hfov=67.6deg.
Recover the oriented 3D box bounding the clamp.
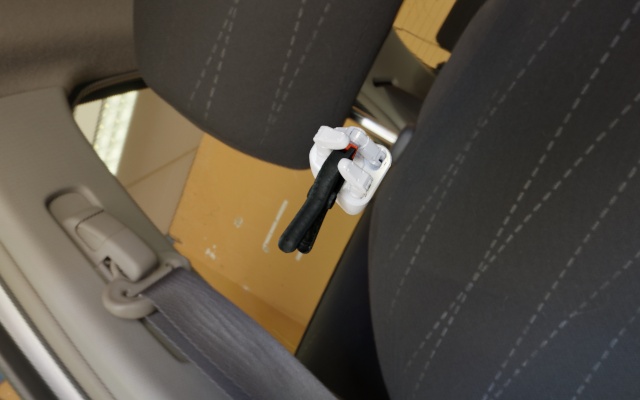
[{"bbox_3d":[0.000,0.002,0.649,0.039,0.171,0.120,31,-10,6],"label":"clamp"}]
